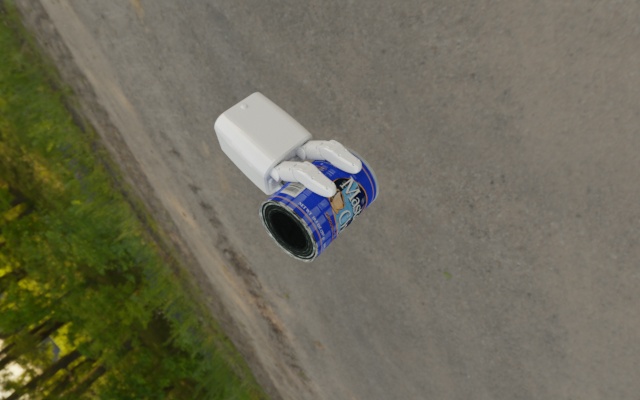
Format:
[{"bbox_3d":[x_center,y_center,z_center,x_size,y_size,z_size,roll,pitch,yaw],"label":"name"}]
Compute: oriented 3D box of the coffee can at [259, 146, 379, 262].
[{"bbox_3d":[0.000,0.002,0.665,0.103,0.103,0.140,0,35,51],"label":"coffee can"}]
